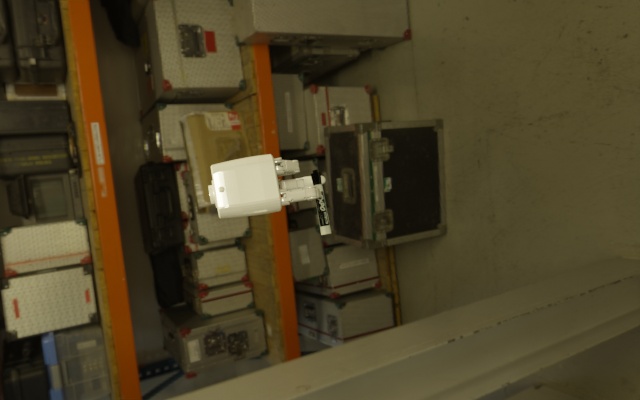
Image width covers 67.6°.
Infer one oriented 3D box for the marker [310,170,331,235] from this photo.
[{"bbox_3d":[0.000,0.003,0.881,0.020,0.121,0.020,-10,-5,-1],"label":"marker"}]
